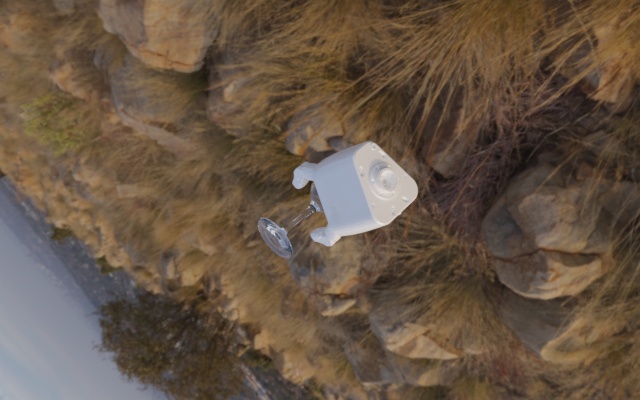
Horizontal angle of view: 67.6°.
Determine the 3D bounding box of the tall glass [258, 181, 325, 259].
[{"bbox_3d":[0.000,0.003,0.755,0.201,0.079,0.079,-39,22,-29],"label":"tall glass"}]
